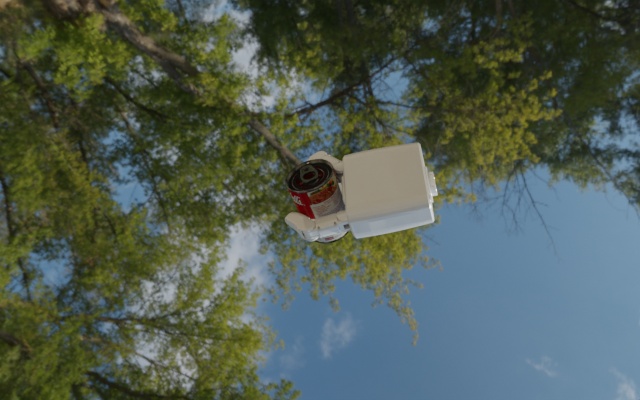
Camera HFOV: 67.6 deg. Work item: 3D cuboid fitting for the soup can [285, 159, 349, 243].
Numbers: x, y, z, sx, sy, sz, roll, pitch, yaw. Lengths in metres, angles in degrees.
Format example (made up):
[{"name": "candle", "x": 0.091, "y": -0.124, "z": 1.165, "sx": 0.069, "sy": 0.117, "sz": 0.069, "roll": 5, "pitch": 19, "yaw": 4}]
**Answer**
[{"name": "soup can", "x": 0.000, "y": 0.003, "z": 0.668, "sx": 0.068, "sy": 0.102, "sz": 0.068, "roll": -14, "pitch": 39, "yaw": 11}]
